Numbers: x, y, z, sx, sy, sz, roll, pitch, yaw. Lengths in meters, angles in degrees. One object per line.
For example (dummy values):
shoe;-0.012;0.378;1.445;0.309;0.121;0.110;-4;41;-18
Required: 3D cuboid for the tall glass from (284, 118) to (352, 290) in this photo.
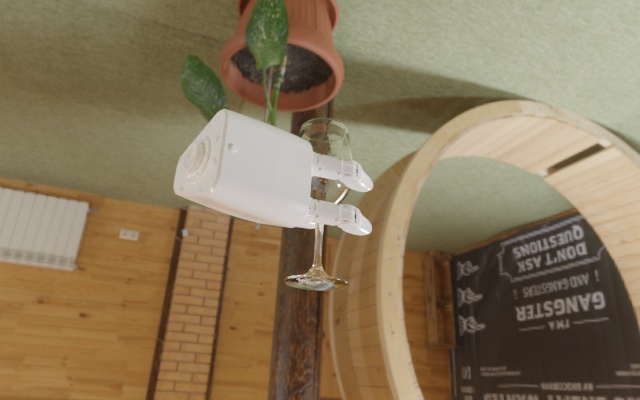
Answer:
tall glass;0.000;0.003;0.578;0.079;0.201;0.079;3;-21;1
